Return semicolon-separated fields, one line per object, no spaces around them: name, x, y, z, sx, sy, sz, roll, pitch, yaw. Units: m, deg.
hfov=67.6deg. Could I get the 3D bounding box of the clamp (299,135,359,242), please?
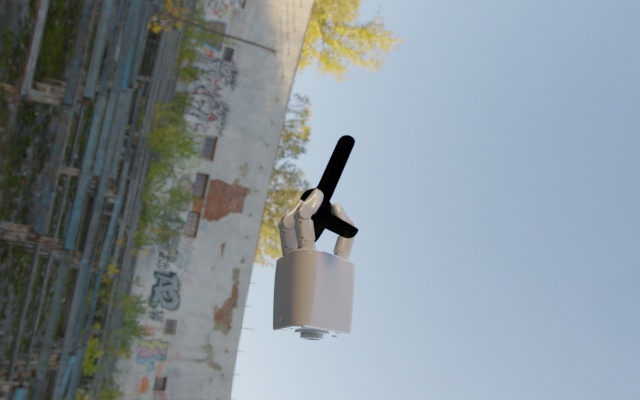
clamp;0.001;0.003;0.753;0.036;0.164;0.210;15;-25;-24
